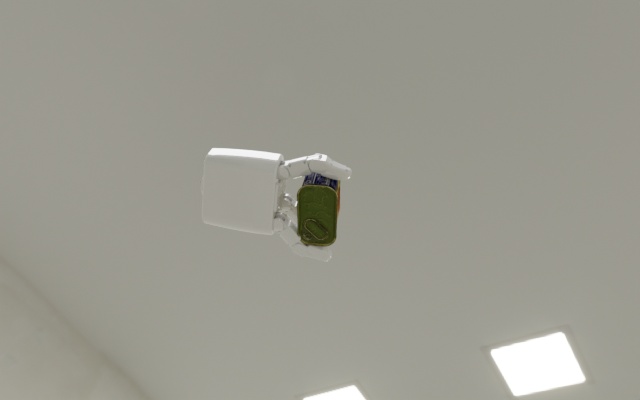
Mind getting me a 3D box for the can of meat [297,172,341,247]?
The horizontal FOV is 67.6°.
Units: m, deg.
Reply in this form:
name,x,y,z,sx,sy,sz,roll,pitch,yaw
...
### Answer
name,x,y,z,sx,sy,sz,roll,pitch,yaw
can of meat,0.000,0.002,0.708,0.057,0.102,0.084,4,32,6
